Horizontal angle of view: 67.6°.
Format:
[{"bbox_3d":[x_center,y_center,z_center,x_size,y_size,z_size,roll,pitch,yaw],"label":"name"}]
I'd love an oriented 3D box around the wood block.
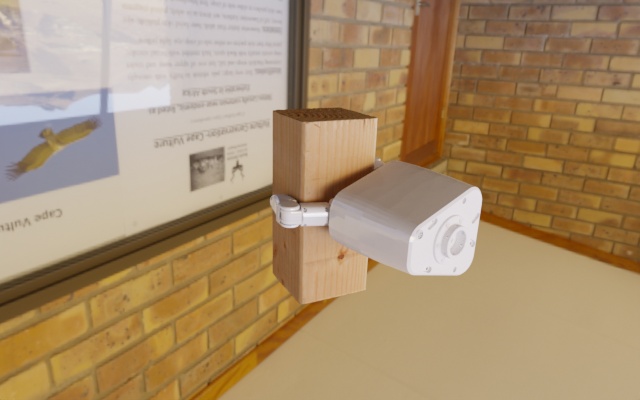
[{"bbox_3d":[0.000,0.002,0.556,0.091,0.206,0.090,-7,21,-26],"label":"wood block"}]
